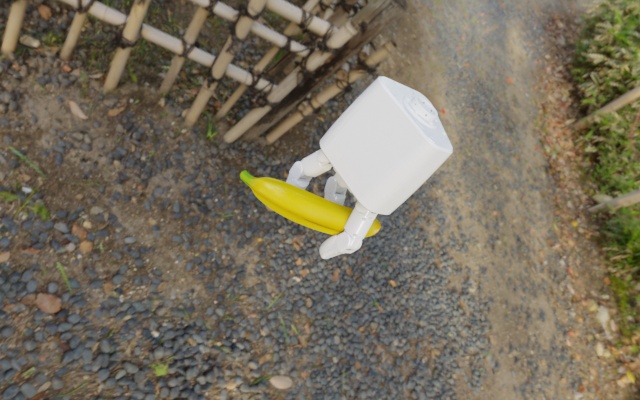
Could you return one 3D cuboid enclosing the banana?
[{"bbox_3d":[0.000,0.010,0.574,0.198,0.037,0.069,23,24,-22],"label":"banana"}]
